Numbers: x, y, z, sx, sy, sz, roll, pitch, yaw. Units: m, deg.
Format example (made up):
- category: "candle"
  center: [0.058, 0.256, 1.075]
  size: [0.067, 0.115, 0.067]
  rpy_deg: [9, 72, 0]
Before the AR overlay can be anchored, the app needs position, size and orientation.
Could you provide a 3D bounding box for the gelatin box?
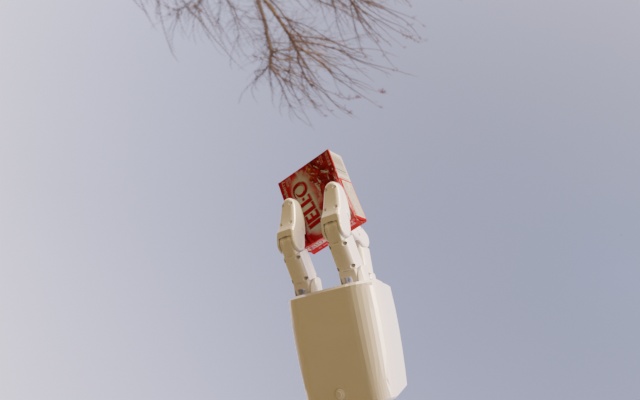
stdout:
- category: "gelatin box"
  center: [0.000, 0.001, 0.511]
  size: [0.073, 0.089, 0.030]
  rpy_deg: [-33, -30, 24]
